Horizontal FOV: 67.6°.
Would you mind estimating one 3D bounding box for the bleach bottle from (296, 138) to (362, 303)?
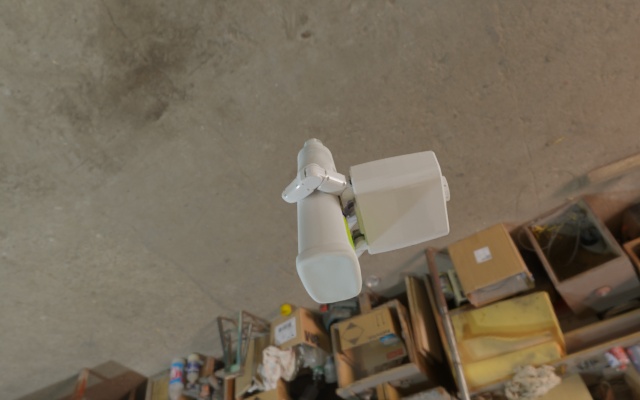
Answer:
[{"bbox_3d":[0.000,0.002,0.625,0.068,0.250,0.103,-13,-44,5],"label":"bleach bottle"}]
